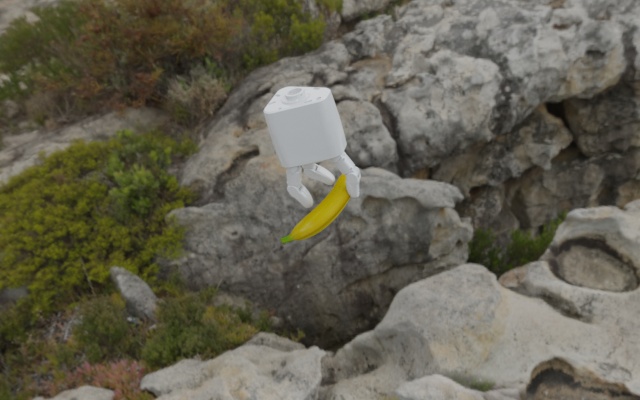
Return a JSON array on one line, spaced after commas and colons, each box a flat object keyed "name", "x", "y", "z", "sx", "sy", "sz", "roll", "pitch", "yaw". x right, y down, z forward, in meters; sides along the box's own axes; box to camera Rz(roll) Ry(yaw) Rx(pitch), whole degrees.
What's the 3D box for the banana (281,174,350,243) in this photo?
[{"name": "banana", "x": 0.011, "y": 0.008, "z": 0.855, "sx": 0.069, "sy": 0.037, "sz": 0.197, "roll": 13, "pitch": 48, "yaw": 45}]
